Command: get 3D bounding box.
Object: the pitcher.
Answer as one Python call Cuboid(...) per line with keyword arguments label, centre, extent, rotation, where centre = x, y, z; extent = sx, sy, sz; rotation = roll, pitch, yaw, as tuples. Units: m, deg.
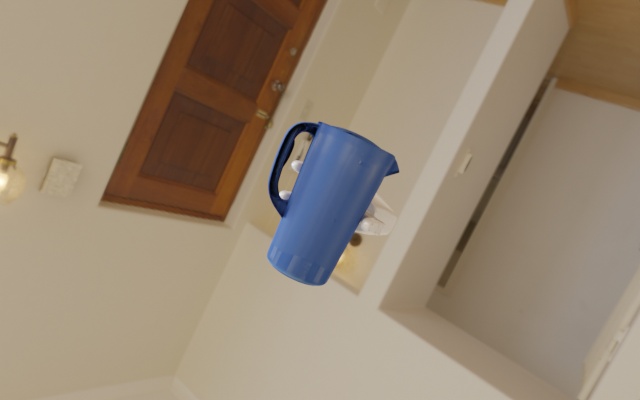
Cuboid(label="pitcher", centre=(0.000, 0.003, 0.756), extent=(0.149, 0.243, 0.145), rotation=(29, 8, 32))
